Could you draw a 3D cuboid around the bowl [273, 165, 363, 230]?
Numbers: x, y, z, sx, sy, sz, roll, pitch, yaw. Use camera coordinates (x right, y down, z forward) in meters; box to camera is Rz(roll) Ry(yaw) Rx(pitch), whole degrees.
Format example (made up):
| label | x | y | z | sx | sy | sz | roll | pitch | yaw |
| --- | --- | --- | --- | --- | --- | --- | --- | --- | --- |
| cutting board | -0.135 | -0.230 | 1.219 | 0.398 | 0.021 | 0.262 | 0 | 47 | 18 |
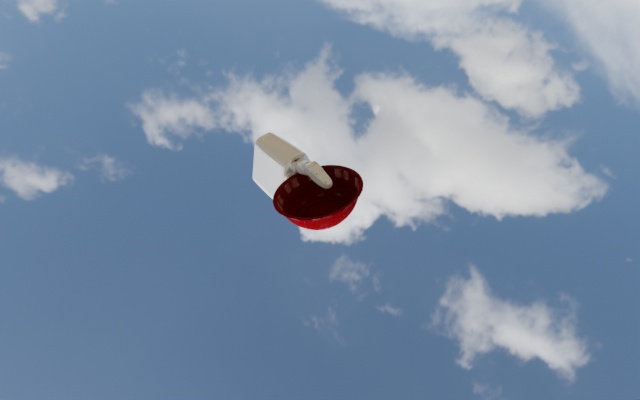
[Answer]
| label | x | y | z | sx | sy | sz | roll | pitch | yaw |
| --- | --- | --- | --- | --- | --- | --- | --- | --- | --- |
| bowl | 0.001 | 0.004 | 0.843 | 0.162 | 0.055 | 0.162 | -10 | 34 | 7 |
